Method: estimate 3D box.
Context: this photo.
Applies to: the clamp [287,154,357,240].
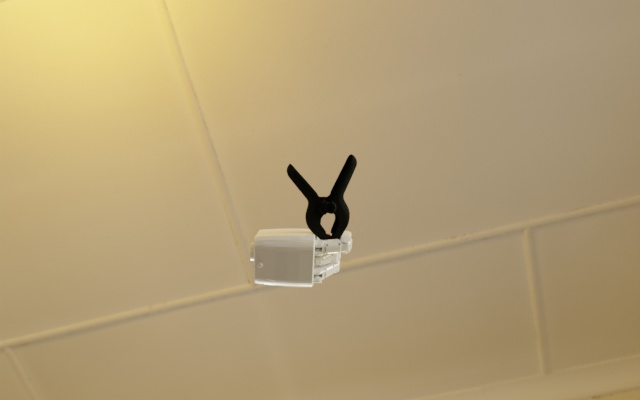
[{"bbox_3d":[0.000,0.003,0.837,0.120,0.171,0.039,1,18,-4],"label":"clamp"}]
